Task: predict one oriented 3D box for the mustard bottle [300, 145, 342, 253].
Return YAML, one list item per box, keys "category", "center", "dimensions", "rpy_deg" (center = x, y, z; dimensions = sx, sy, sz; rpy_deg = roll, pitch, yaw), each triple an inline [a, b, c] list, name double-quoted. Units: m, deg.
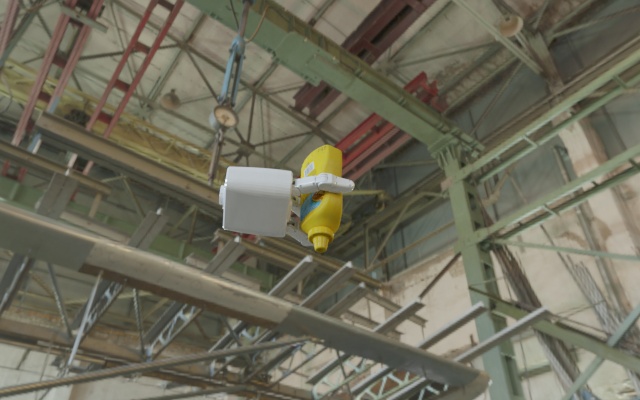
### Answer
- category: "mustard bottle"
  center: [0.000, 0.003, 0.815]
  dimensions: [0.058, 0.191, 0.096]
  rpy_deg: [22, -42, -26]
